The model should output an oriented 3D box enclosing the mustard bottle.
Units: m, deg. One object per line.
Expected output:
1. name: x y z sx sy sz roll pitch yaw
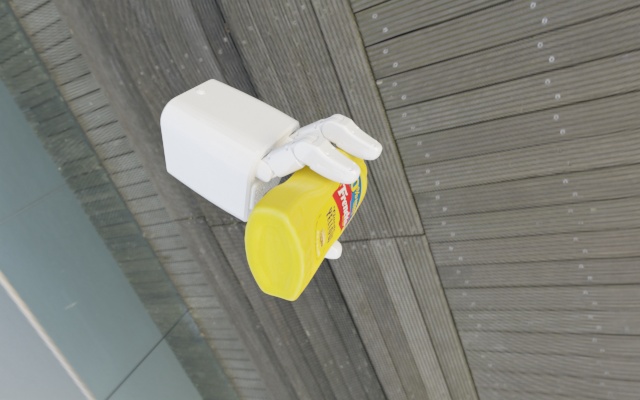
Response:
1. mustard bottle: 0.000 0.002 0.463 0.058 0.096 0.191 11 34 22
